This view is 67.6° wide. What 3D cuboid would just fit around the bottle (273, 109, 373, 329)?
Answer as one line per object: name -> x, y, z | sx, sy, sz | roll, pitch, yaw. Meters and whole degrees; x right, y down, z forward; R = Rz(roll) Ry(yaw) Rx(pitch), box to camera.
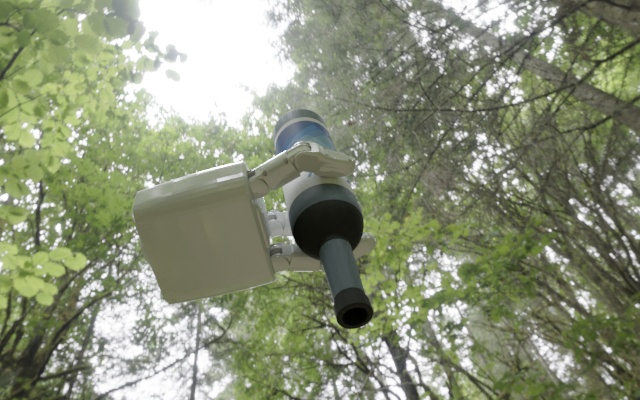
bottle -> 0.000, 0.001, 0.464 | 0.069, 0.069, 0.295 | 0, 34, -12
